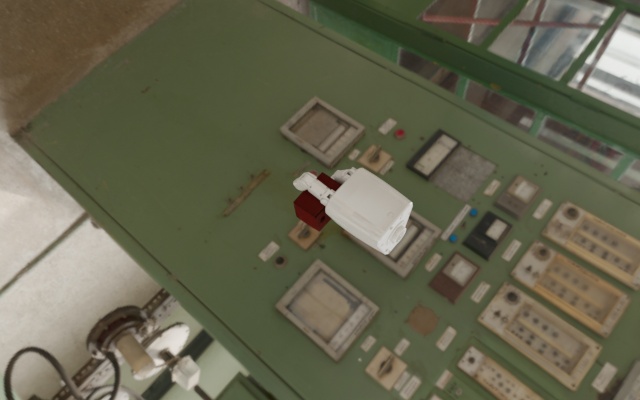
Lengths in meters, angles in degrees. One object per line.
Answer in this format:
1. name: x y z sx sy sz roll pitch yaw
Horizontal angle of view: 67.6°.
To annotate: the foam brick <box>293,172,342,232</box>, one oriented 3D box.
1. foam brick: 0.000 0.003 0.808 0.051 0.078 0.053 35 -20 23
